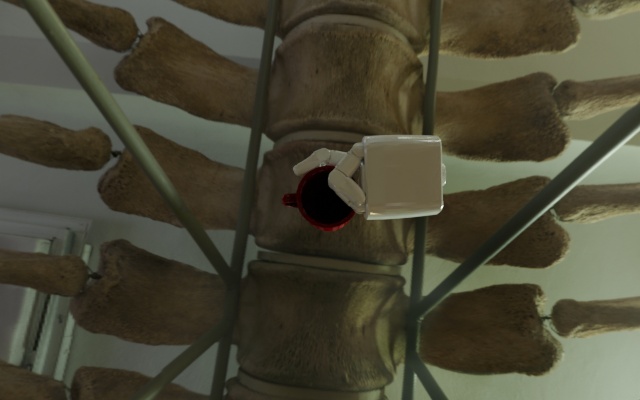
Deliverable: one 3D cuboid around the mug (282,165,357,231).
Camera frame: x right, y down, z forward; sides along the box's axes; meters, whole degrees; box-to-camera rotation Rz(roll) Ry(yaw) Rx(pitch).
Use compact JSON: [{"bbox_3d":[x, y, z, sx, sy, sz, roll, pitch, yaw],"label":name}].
[{"bbox_3d":[-0.001,0.003,0.729,0.117,0.093,0.081,-2,-12,1],"label":"mug"}]
